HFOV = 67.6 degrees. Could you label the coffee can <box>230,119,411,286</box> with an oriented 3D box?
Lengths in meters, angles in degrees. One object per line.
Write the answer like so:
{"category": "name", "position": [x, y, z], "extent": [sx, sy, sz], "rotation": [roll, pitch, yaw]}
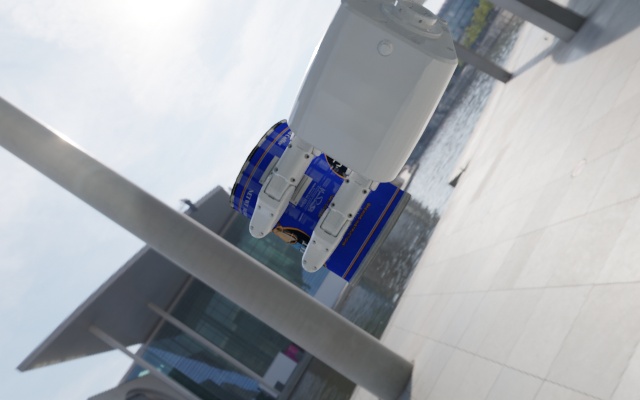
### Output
{"category": "coffee can", "position": [0.000, 0.002, 0.459], "extent": [0.140, 0.103, 0.103], "rotation": [32, 4, 7]}
